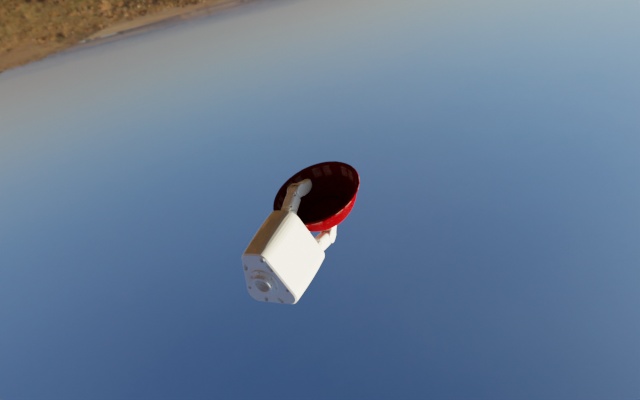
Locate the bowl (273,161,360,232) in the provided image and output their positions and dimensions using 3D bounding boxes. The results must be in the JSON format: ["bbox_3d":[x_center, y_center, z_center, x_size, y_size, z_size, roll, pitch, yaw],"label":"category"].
[{"bbox_3d":[0.001,0.002,0.849,0.162,0.162,0.055,0,-44,30],"label":"bowl"}]
